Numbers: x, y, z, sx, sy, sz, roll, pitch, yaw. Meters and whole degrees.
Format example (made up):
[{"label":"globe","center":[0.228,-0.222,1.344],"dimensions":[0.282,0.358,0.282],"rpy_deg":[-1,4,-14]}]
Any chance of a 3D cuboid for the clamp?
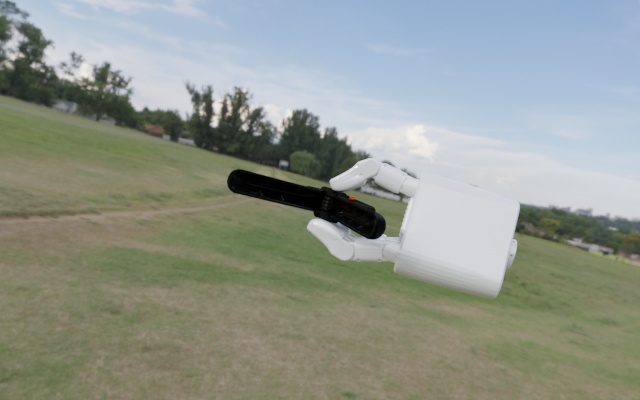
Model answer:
[{"label":"clamp","center":[0.001,0.001,0.538],"dimensions":[0.164,0.036,0.210],"rpy_deg":[19,4,11]}]
